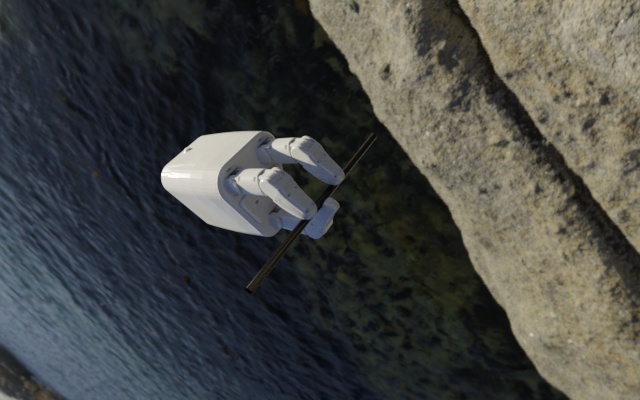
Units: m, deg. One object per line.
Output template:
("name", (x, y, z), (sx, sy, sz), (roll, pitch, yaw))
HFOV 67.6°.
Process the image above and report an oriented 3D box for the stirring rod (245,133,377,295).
("stirring rod", (0.000, 0.002, 0.477), (0.011, 0.011, 0.239), (0, 39, 41))
